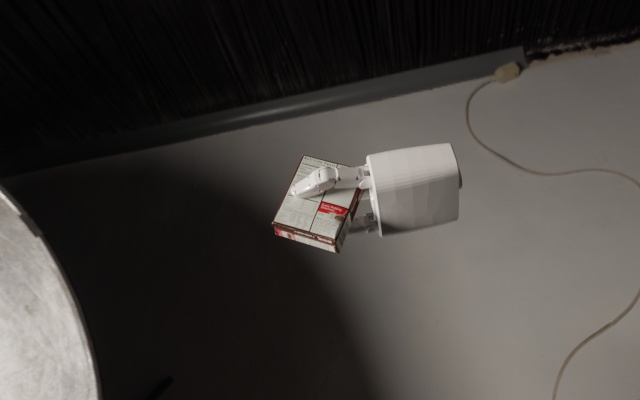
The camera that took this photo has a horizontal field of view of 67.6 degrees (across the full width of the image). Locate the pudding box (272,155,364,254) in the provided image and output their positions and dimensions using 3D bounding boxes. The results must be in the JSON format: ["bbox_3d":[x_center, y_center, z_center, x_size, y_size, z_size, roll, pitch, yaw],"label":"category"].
[{"bbox_3d":[0.000,0.002,0.620,0.090,0.113,0.039,15,-28,17],"label":"pudding box"}]
